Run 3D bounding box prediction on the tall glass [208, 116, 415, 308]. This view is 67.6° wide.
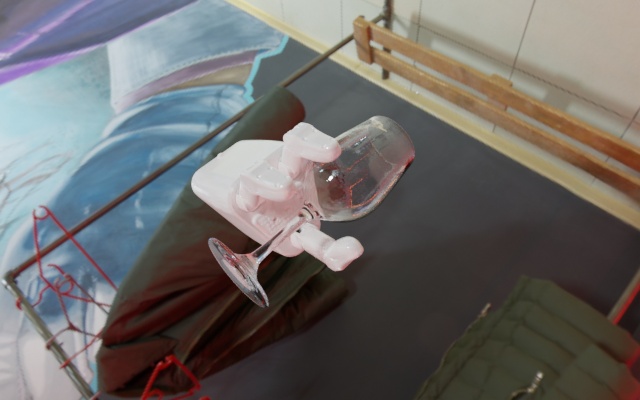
[{"bbox_3d":[0.000,0.002,0.435,0.201,0.079,0.079,-40,18,-23],"label":"tall glass"}]
